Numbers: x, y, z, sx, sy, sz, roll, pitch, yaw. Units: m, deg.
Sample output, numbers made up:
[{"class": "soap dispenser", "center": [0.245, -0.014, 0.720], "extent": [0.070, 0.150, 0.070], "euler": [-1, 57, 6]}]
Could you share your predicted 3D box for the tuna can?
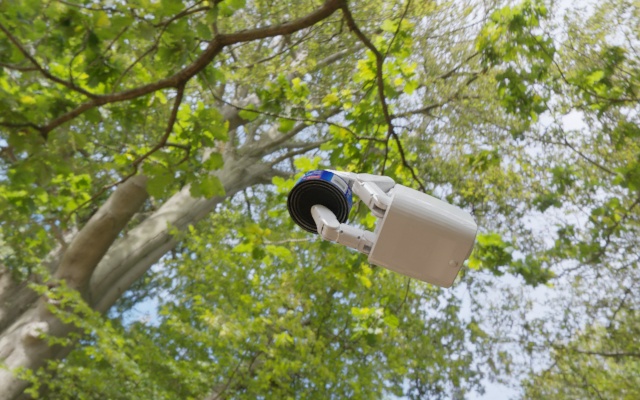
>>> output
[{"class": "tuna can", "center": [0.000, 0.002, 0.647], "extent": [0.086, 0.086, 0.033], "euler": [0, 29, 16]}]
